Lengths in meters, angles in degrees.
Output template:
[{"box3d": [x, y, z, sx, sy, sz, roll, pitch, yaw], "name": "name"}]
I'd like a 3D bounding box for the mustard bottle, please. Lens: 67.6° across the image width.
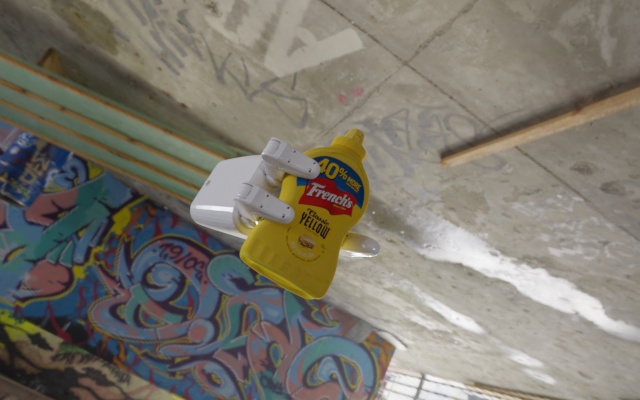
[{"box3d": [0.000, 0.002, 0.513, 0.096, 0.191, 0.058, 33, -22, -12], "name": "mustard bottle"}]
